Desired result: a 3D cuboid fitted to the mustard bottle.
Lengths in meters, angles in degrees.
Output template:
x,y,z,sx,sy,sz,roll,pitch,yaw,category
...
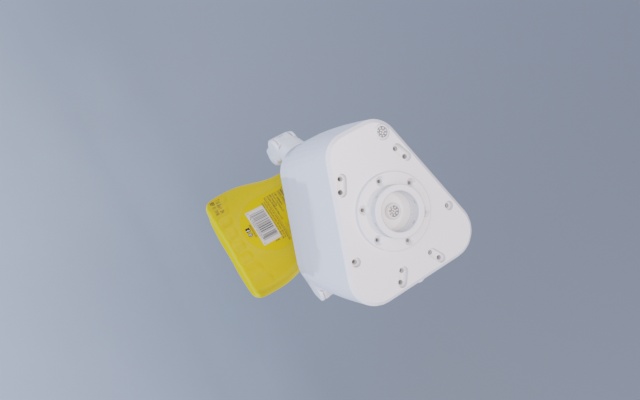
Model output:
x,y,z,sx,sy,sz,roll,pitch,yaw,category
0.000,0.002,0.443,0.191,0.096,0.058,-29,-17,-15,mustard bottle
